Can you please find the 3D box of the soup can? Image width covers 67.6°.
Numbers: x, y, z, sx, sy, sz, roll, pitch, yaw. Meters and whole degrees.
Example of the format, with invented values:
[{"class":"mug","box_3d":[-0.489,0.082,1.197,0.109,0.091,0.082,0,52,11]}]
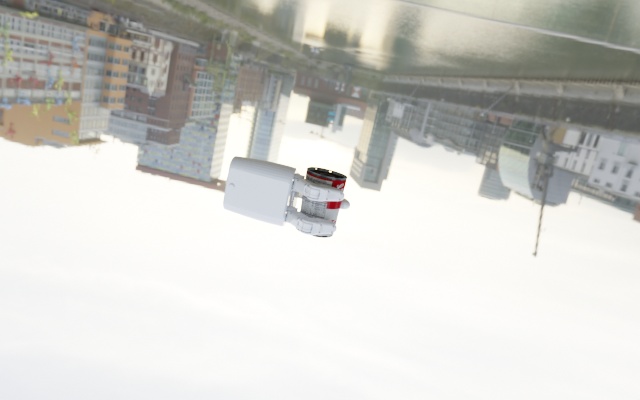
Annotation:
[{"class":"soup can","box_3d":[0.001,0.003,0.784,0.068,0.102,0.068,12,13,-3]}]
